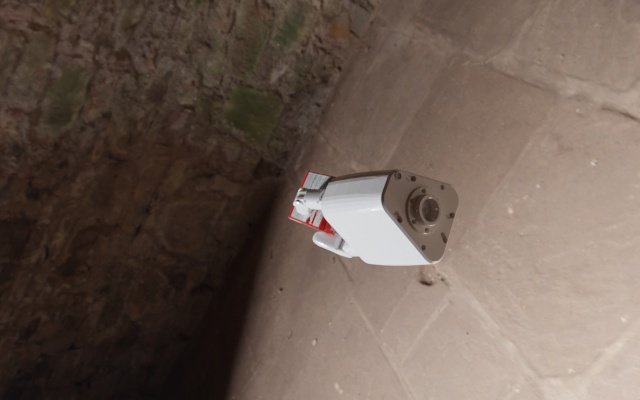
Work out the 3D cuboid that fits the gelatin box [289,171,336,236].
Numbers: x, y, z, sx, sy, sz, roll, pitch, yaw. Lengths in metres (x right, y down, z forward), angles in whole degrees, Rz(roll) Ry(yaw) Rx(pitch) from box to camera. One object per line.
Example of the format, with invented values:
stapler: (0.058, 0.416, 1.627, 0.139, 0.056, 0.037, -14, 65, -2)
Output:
gelatin box: (0.000, 0.002, 0.651, 0.030, 0.073, 0.089, 24, -4, -32)
